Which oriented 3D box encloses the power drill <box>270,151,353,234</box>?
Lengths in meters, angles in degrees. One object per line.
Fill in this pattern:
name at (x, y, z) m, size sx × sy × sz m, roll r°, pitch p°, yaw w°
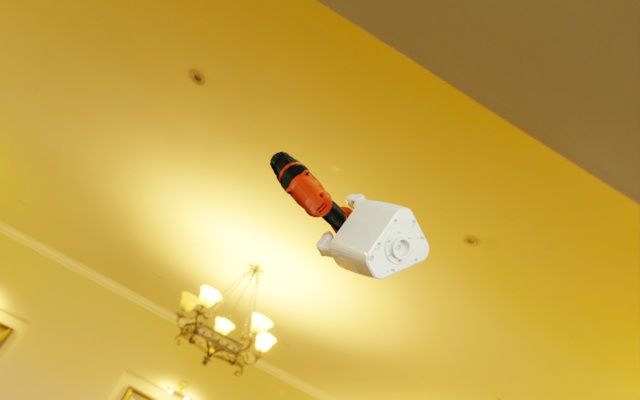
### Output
power drill at (0.001, 0.003, 0.829) m, size 0.188 × 0.057 × 0.184 m, roll 40°, pitch 7°, yaw -40°
